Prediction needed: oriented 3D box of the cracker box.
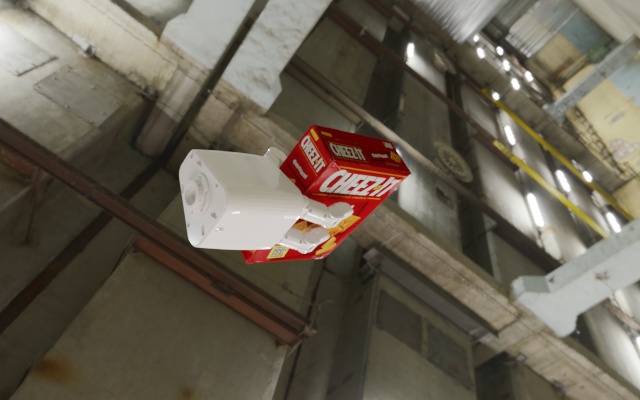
[{"bbox_3d":[0.000,0.002,0.677,0.164,0.072,0.214,3,-41,-45],"label":"cracker box"}]
